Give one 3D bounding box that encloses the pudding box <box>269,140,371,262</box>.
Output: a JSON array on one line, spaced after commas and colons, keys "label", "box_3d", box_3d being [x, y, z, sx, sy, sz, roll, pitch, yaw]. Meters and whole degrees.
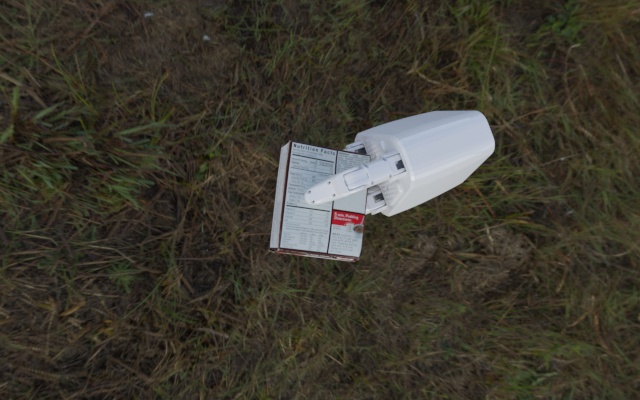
[{"label": "pudding box", "box_3d": [0.000, 0.002, 0.487, 0.090, 0.113, 0.039, 9, -10, -17]}]
